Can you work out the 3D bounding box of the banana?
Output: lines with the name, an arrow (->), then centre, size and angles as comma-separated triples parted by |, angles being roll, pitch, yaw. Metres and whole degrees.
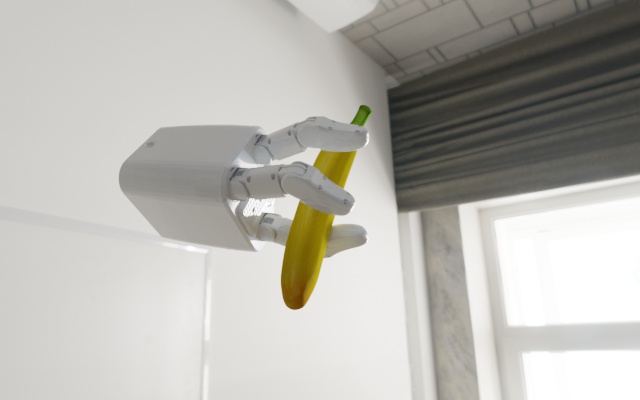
banana -> -0.002, 0.006, 0.422 | 0.037, 0.197, 0.070 | 19, -26, -1
